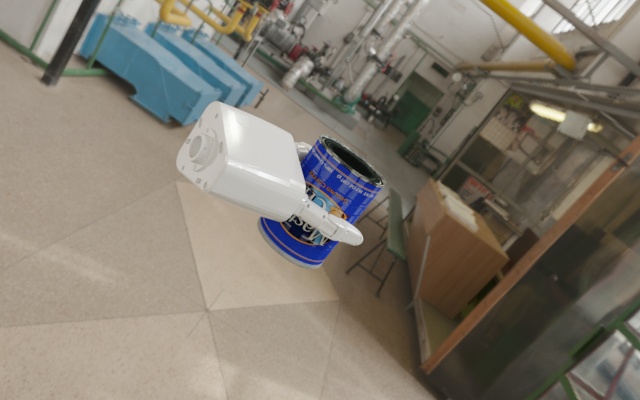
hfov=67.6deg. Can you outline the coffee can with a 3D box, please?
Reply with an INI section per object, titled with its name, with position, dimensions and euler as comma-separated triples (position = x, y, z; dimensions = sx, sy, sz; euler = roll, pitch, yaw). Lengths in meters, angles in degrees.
[coffee can]
position = 0.000, 0.002, 0.610
dimensions = 0.103, 0.140, 0.102
euler = 34, 18, -12
